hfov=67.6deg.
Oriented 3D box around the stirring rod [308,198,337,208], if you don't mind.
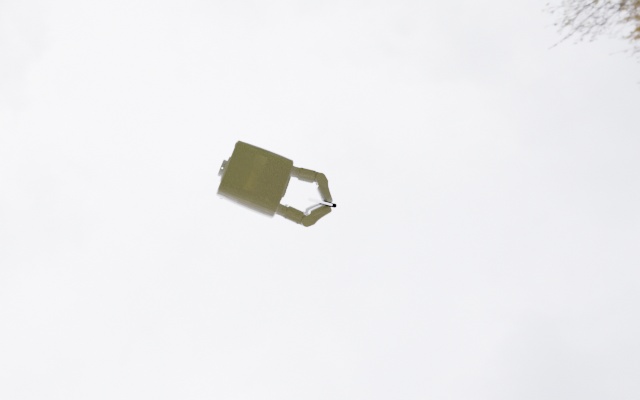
[{"bbox_3d":[0.000,0.003,0.887,0.011,0.011,0.239,0,3,-11],"label":"stirring rod"}]
